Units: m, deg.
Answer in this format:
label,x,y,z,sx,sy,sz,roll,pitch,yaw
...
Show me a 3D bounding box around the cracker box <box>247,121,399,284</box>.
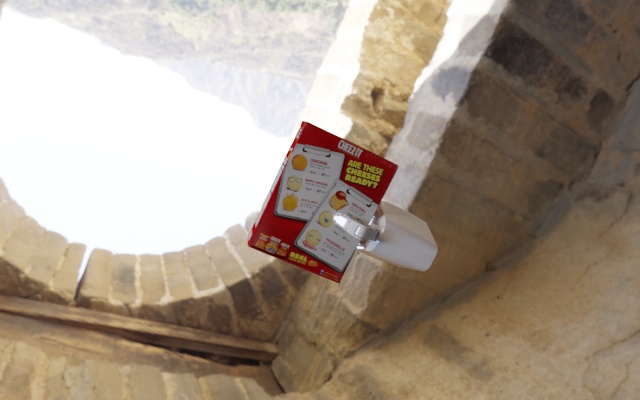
label,x,y,z,sx,sy,sz,roll,pitch,yaw
cracker box,0.000,0.003,0.766,0.164,0.214,0.072,24,7,-14
